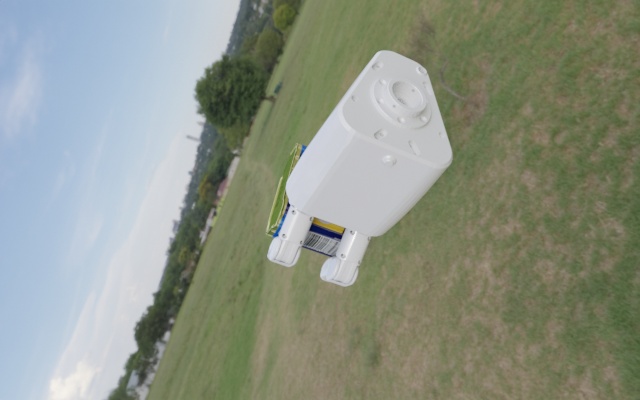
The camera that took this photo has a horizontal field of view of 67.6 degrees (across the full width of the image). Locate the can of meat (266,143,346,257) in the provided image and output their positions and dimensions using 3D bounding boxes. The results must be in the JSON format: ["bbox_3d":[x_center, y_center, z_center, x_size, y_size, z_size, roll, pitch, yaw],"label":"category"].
[{"bbox_3d":[0.000,0.001,0.473,0.084,0.102,0.057,20,-34,-13],"label":"can of meat"}]
